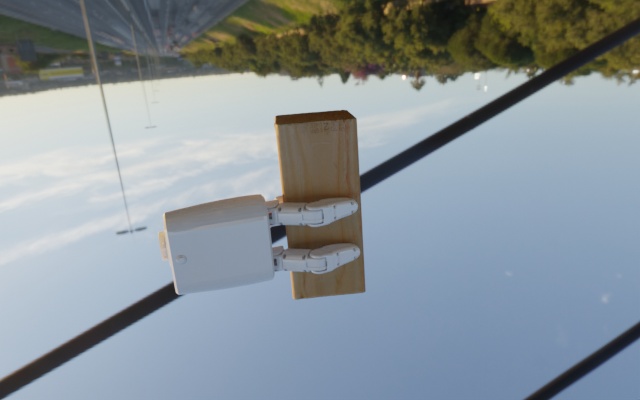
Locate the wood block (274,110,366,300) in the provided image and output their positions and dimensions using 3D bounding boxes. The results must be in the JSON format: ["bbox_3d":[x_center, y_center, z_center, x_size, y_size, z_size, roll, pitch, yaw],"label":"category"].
[{"bbox_3d":[0.000,0.002,0.574,0.090,0.206,0.090,-5,18,-4],"label":"wood block"}]
